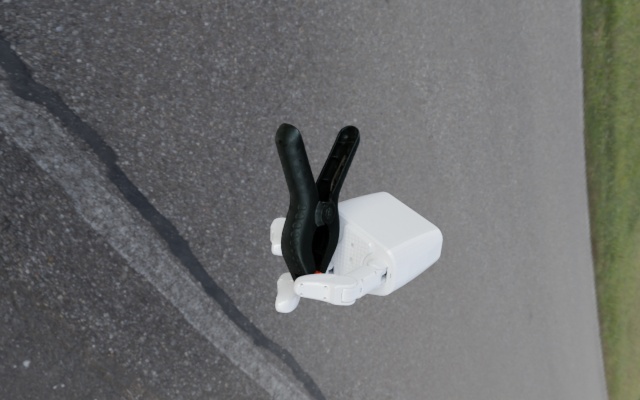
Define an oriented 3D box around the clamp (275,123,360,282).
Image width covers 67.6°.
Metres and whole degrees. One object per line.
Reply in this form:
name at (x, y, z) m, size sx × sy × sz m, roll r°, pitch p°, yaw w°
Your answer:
clamp at (0.000, 0.002, 0.478) m, size 0.039 × 0.171 × 0.120 m, roll 19°, pitch 26°, yaw 38°
